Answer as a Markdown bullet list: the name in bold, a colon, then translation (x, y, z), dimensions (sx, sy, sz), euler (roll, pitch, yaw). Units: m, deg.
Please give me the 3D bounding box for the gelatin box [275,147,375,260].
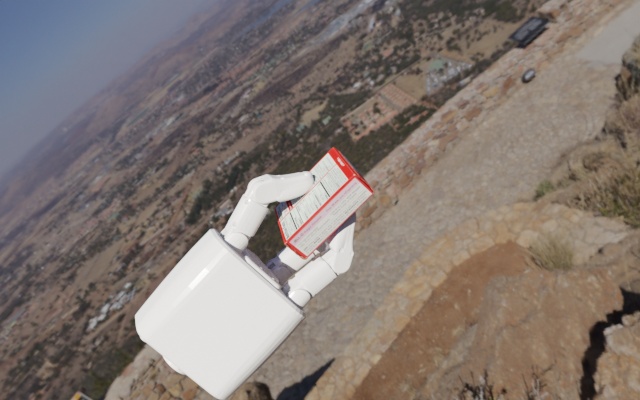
- **gelatin box**: translation (0.000, 0.001, 0.442), dimensions (0.030, 0.089, 0.073), euler (40, 10, -26)
